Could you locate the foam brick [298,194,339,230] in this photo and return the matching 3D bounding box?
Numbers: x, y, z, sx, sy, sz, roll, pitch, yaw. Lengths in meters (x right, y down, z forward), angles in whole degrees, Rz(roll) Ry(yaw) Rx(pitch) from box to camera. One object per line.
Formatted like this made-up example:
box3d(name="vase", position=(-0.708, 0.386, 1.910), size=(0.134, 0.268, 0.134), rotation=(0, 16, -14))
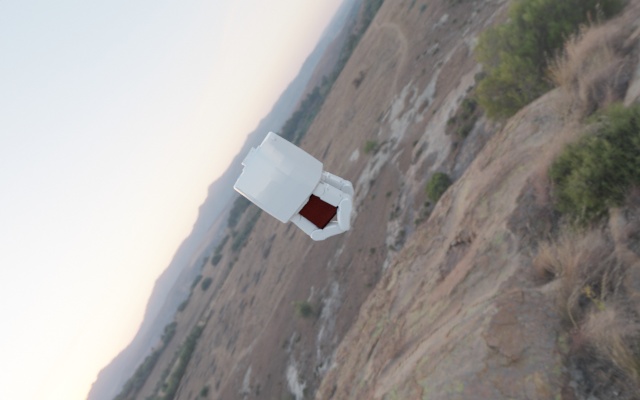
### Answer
box3d(name="foam brick", position=(0.000, 0.003, 0.813), size=(0.051, 0.053, 0.078), rotation=(36, 18, -11))
